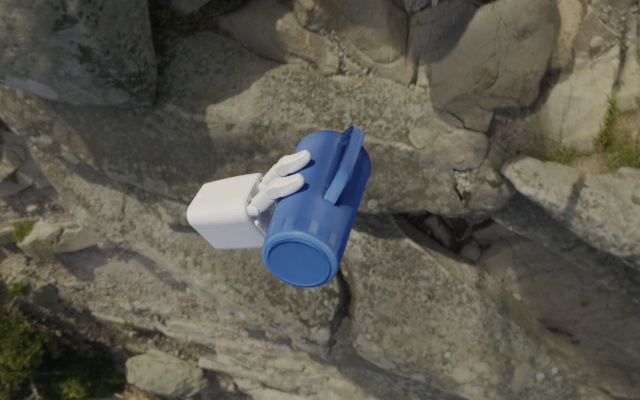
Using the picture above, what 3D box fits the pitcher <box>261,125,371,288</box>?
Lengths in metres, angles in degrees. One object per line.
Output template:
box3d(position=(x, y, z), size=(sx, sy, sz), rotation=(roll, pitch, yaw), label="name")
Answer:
box3d(position=(0.000, 0.002, 0.719), size=(0.145, 0.149, 0.242), rotation=(-6, 37, 20), label="pitcher")
